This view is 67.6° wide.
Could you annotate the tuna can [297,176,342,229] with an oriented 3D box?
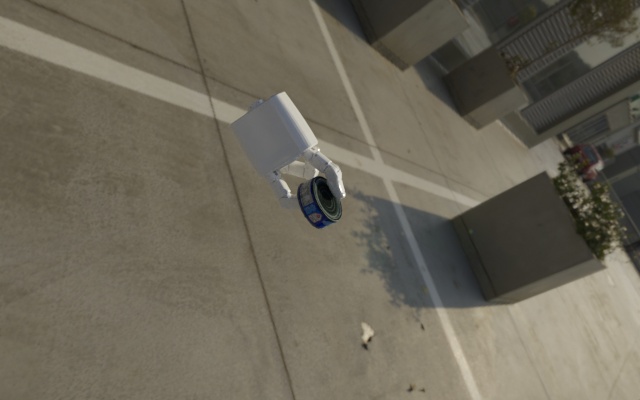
[{"bbox_3d":[0.001,0.002,0.804,0.034,0.086,0.086,-25,-12,27],"label":"tuna can"}]
